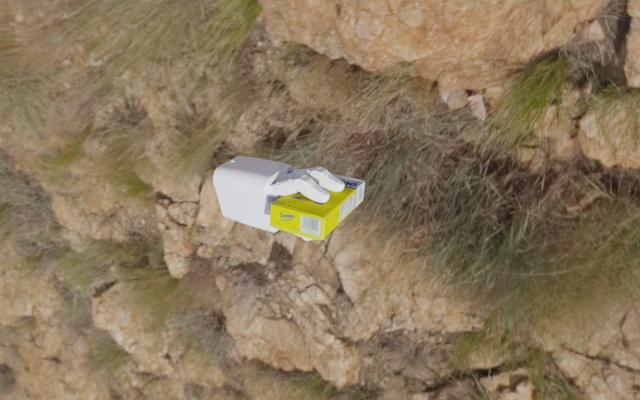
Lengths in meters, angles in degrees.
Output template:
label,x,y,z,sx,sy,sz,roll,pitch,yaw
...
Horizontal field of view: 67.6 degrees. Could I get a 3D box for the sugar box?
label,x,y,z,sx,sy,sz,roll,pitch,yaw
sugar box,0.000,0.002,0.787,0.093,0.048,0.176,14,28,20
